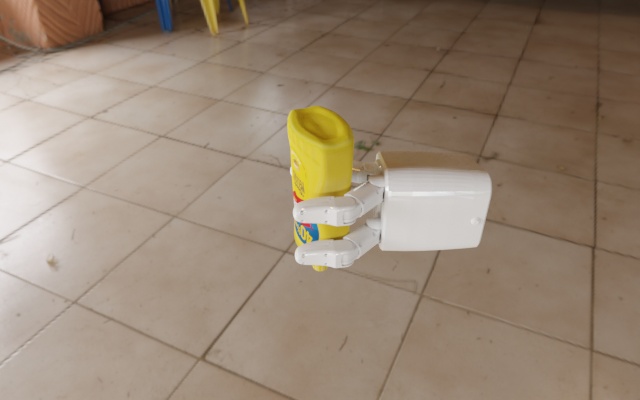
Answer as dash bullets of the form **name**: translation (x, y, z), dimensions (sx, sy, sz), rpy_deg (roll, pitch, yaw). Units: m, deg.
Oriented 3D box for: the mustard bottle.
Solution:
- **mustard bottle**: translation (0.000, 0.002, 0.521), dimensions (0.058, 0.192, 0.096), rpy_deg (-15, 38, -19)
